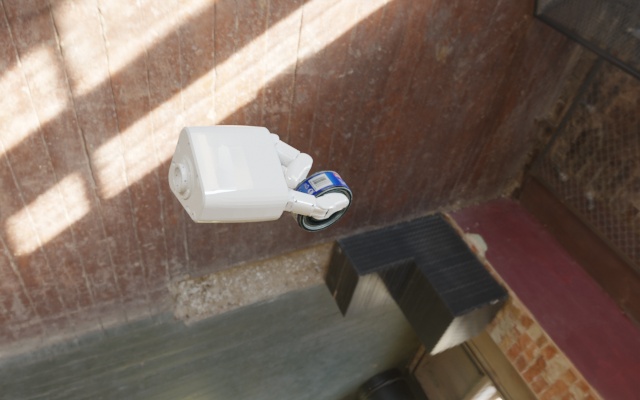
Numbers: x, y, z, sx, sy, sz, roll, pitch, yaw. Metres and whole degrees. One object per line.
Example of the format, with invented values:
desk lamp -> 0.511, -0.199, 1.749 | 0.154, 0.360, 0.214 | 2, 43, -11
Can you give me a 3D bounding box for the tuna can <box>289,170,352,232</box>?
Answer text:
tuna can -> 0.000, 0.003, 0.652 | 0.086, 0.086, 0.033 | 0, 42, -42
